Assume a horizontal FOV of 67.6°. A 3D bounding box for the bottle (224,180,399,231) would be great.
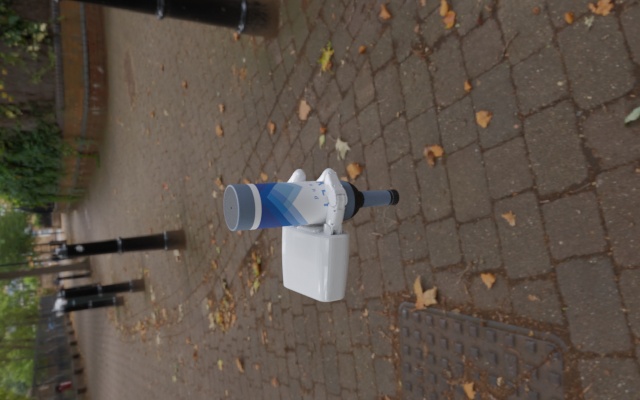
[{"bbox_3d":[0.000,0.002,0.752,0.296,0.069,0.069,-4,2,-29],"label":"bottle"}]
